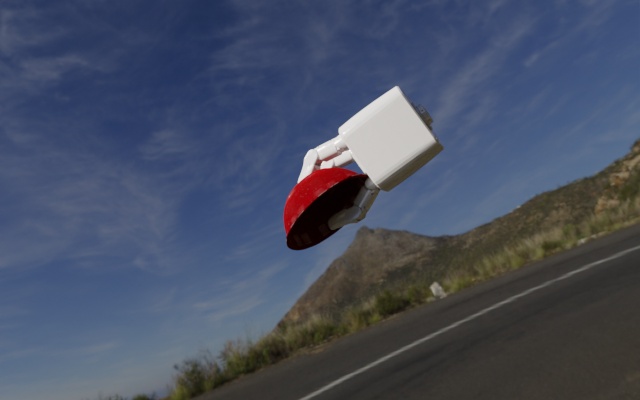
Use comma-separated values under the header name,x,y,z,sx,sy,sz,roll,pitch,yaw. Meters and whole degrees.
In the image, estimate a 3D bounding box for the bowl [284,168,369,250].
name,x,y,z,sx,sy,sz,roll,pitch,yaw
bowl,-0.001,0.003,0.724,0.055,0.162,0.162,49,24,23
